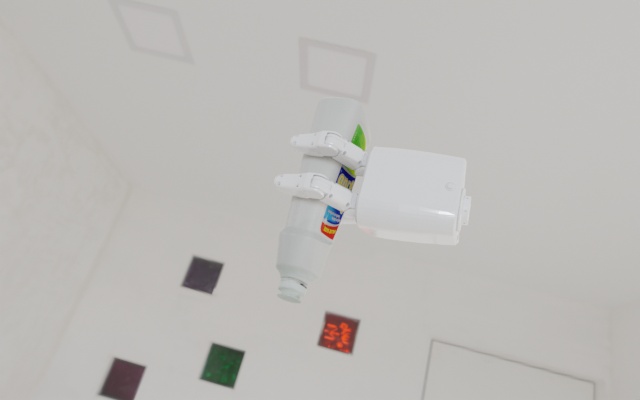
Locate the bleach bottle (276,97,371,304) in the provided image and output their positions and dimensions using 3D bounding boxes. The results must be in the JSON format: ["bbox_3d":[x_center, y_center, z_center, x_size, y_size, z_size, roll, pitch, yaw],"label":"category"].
[{"bbox_3d":[0.000,0.002,0.576,0.068,0.250,0.103,8,-26,18],"label":"bleach bottle"}]
